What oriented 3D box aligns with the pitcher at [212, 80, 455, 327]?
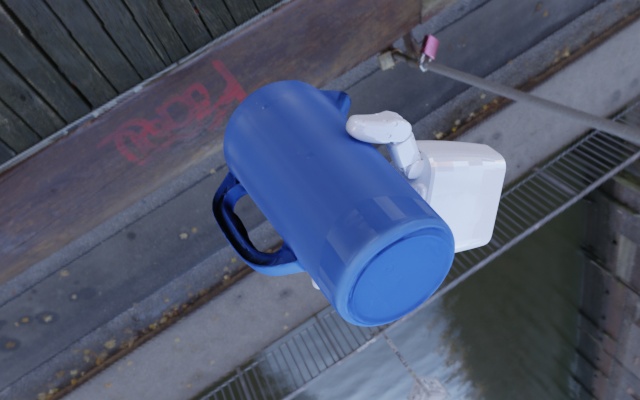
[{"bbox_3d":[0.000,0.001,0.443,0.145,0.149,0.242,-3,34,-30],"label":"pitcher"}]
